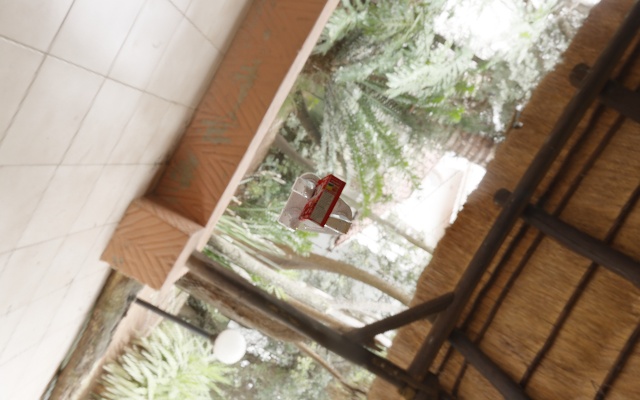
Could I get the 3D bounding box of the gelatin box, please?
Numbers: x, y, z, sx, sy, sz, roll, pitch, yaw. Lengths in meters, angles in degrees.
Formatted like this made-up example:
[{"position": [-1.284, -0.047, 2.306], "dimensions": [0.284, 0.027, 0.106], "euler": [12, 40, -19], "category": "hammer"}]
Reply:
[{"position": [0.001, 0.003, 0.703], "dimensions": [0.030, 0.073, 0.089], "euler": [29, -8, -9], "category": "gelatin box"}]
